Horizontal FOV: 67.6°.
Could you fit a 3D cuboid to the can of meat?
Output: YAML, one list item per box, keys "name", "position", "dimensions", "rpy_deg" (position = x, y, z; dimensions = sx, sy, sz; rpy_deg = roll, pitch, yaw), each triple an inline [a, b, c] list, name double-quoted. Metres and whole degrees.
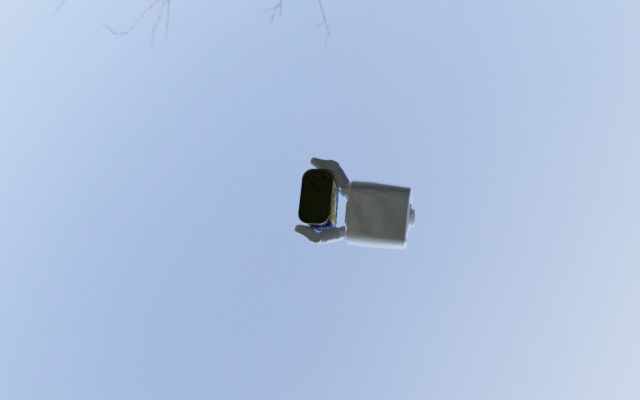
- name: "can of meat"
  position: [0.000, 0.003, 0.879]
  dimensions: [0.057, 0.102, 0.084]
  rpy_deg: [2, -15, 14]
